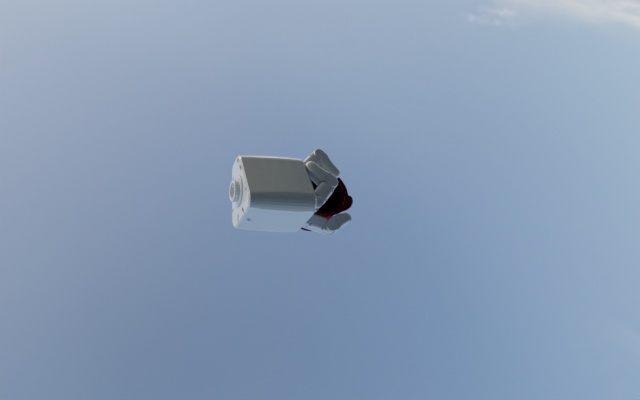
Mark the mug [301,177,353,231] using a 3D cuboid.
[{"bbox_3d":[0.001,0.003,0.843,0.117,0.093,0.081,4,-29,-26],"label":"mug"}]
